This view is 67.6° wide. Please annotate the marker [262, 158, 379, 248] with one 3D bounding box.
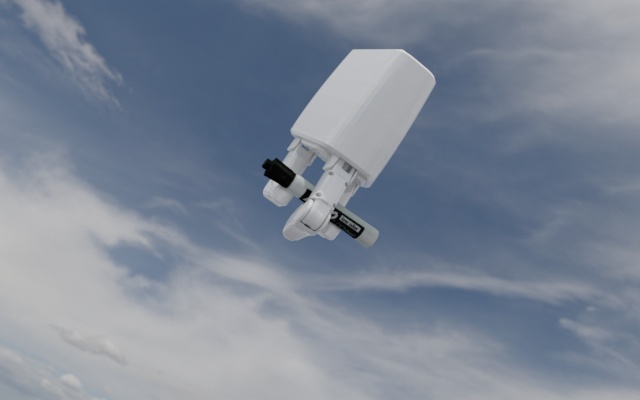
[{"bbox_3d":[0.000,0.001,0.422,0.121,0.020,0.020,36,-10,-14],"label":"marker"}]
